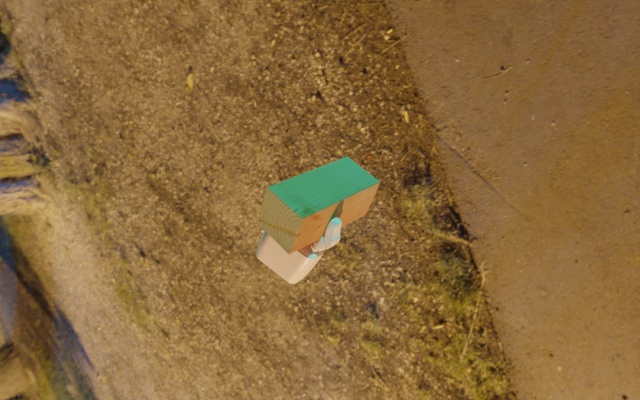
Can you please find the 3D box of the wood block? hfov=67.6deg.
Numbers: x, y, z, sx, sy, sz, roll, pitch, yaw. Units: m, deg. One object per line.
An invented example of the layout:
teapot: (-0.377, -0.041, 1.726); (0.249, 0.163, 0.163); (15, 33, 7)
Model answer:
wood block: (0.000, 0.003, 0.867); (0.206, 0.090, 0.090); (-25, 56, -41)
